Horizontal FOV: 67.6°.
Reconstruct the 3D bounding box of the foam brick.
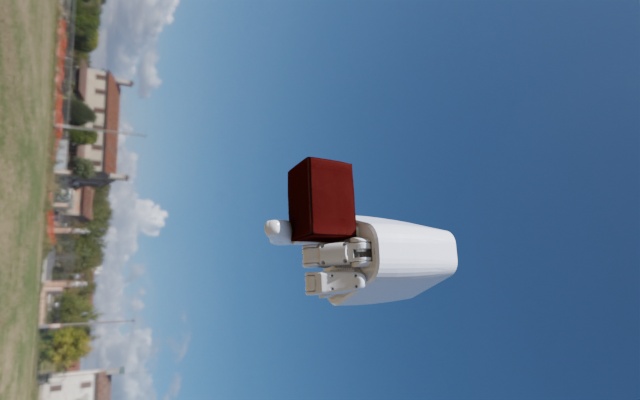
[{"bbox_3d":[0.000,0.001,0.488,0.051,0.078,0.053,4,-13,-27],"label":"foam brick"}]
